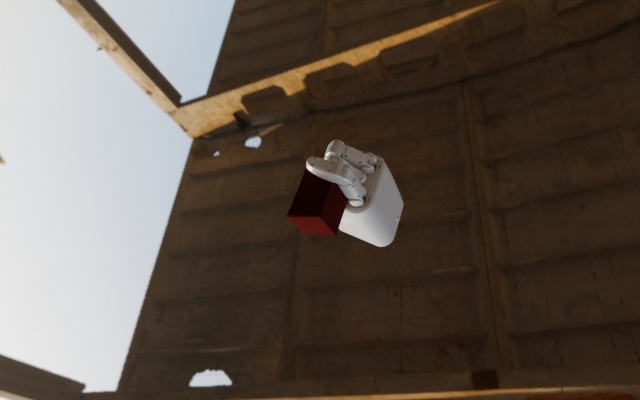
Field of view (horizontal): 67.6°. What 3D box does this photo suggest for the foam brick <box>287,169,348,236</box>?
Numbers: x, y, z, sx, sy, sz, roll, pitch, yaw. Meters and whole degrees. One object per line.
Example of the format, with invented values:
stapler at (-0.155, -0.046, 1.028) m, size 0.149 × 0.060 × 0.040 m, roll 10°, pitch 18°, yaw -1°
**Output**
foam brick at (0.000, 0.002, 0.637) m, size 0.053 × 0.078 × 0.051 m, roll 3°, pitch -32°, yaw 31°
